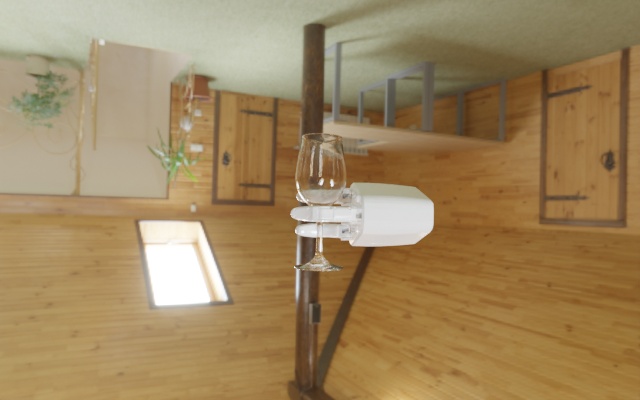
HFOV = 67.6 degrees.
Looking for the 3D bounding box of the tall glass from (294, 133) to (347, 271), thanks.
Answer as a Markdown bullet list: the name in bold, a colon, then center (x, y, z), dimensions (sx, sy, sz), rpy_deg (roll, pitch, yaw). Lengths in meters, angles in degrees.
- **tall glass**: center (0.000, 0.003, 0.724), dimensions (0.079, 0.201, 0.079), rpy_deg (1, -1, 0)
